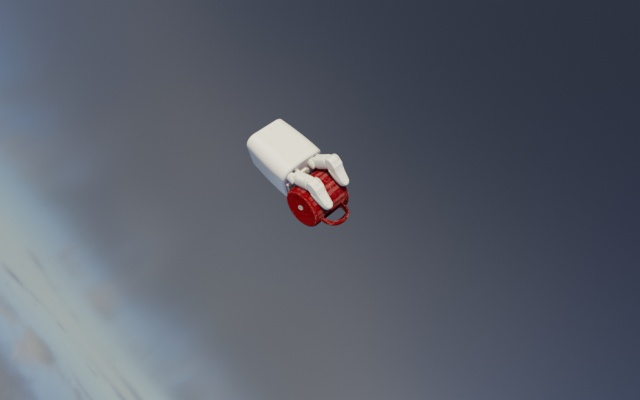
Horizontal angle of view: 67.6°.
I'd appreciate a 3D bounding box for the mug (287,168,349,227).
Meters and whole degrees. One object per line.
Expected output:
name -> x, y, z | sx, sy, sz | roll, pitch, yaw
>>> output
mug -> 0.001, 0.004, 0.885 | 0.081, 0.117, 0.093 | -38, -20, -29
